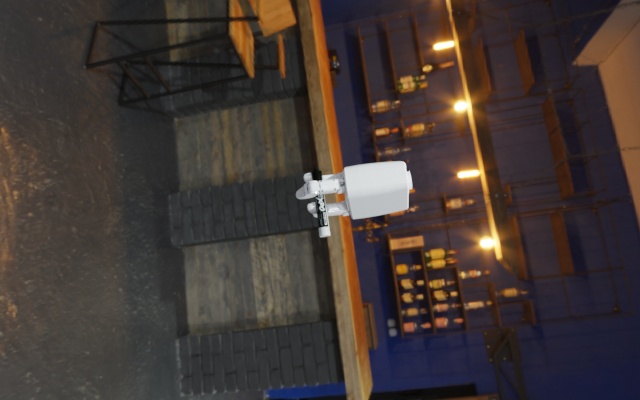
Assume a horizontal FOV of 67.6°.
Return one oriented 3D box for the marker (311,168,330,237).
[{"bbox_3d":[0.000,0.003,0.829,0.020,0.121,0.020,-7,-11,-1],"label":"marker"}]
